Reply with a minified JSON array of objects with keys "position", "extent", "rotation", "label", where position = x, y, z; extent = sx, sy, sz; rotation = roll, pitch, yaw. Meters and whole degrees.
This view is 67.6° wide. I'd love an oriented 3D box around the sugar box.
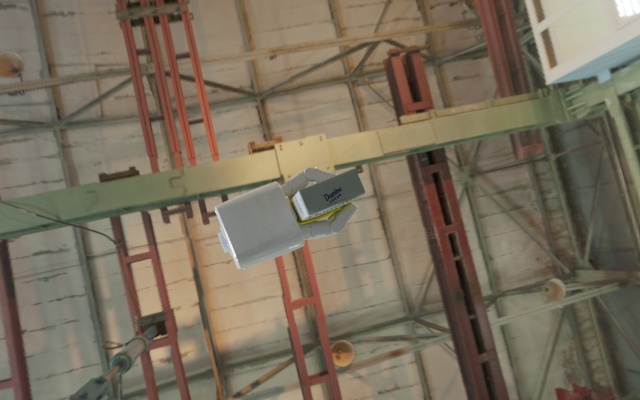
[{"position":[0.000,0.003,0.752],"extent":[0.093,0.048,0.176],"rotation":[-22,-2,-14],"label":"sugar box"}]
